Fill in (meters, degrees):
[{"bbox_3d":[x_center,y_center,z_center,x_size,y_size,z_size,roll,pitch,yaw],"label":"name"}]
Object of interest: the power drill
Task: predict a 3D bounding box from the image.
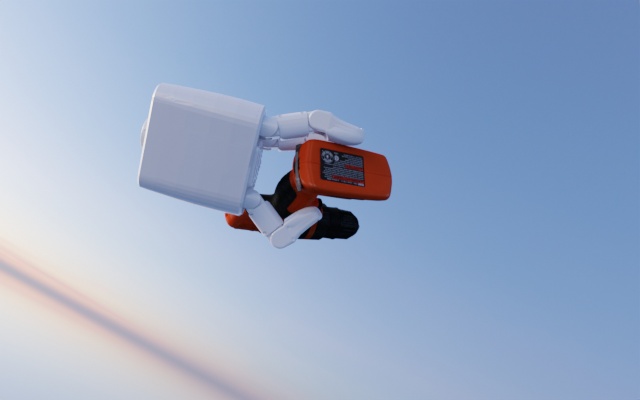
[{"bbox_3d":[0.000,0.002,0.558,0.184,0.057,0.188,7,-24,-27],"label":"power drill"}]
